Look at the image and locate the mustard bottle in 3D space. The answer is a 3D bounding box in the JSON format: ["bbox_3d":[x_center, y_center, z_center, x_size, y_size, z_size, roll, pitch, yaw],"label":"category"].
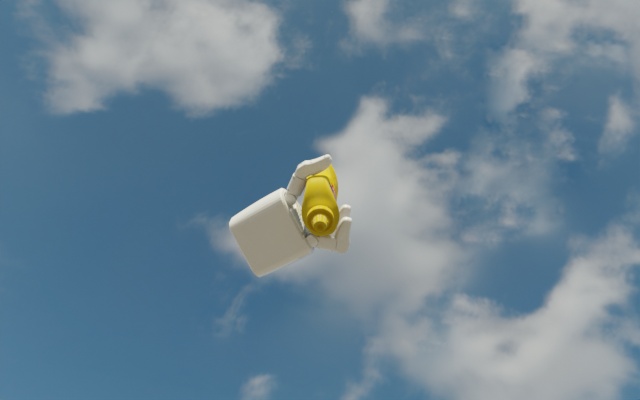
[{"bbox_3d":[0.000,0.002,0.770,0.058,0.096,0.191,-5,21,3],"label":"mustard bottle"}]
